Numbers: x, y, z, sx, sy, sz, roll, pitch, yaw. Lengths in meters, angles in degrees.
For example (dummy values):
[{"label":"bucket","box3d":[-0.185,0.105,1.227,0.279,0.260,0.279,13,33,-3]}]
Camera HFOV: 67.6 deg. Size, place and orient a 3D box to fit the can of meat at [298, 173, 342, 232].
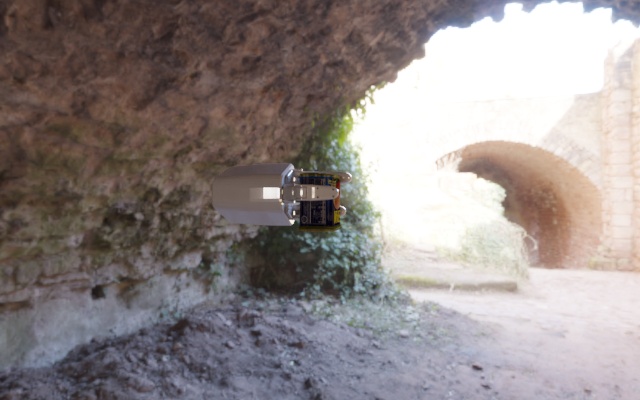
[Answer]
[{"label":"can of meat","box3d":[0.000,0.002,0.723,0.057,0.084,0.102,0,0,9]}]
